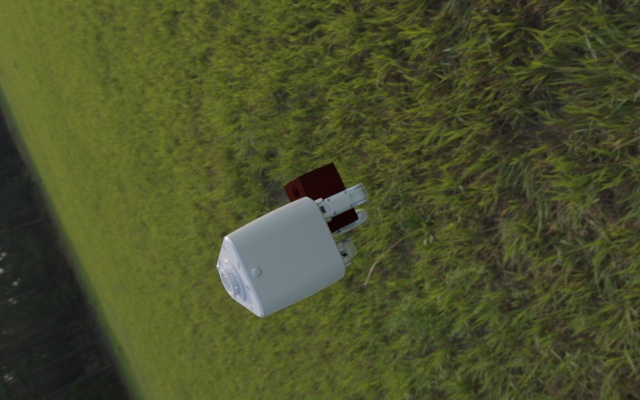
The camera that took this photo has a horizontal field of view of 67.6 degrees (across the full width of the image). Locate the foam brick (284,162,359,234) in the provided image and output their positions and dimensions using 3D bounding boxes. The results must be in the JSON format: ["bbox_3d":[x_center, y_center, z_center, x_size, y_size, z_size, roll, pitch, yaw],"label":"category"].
[{"bbox_3d":[0.000,0.002,0.576,0.051,0.078,0.053,-24,0,-26],"label":"foam brick"}]
